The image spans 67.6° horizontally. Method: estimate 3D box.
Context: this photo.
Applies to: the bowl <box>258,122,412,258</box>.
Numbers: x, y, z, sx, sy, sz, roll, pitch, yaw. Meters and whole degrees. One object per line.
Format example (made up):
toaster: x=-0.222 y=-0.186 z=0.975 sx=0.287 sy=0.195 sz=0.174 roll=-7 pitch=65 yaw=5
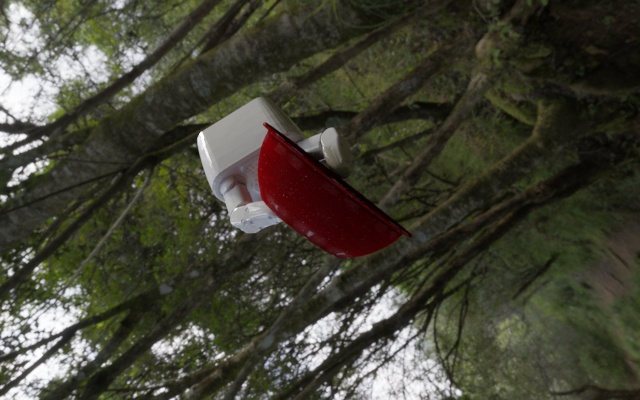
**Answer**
bowl: x=0.000 y=0.002 z=0.419 sx=0.162 sy=0.055 sz=0.162 roll=37 pitch=4 yaw=-3
